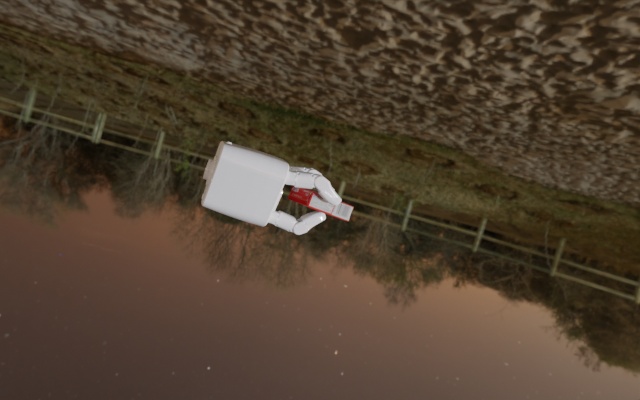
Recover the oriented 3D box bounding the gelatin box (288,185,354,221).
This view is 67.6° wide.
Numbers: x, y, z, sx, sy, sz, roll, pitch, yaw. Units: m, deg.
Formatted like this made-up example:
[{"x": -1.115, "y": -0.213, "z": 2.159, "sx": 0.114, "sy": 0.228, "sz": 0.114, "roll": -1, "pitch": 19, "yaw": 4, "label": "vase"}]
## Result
[{"x": 0.000, "y": 0.003, "z": 0.811, "sx": 0.089, "sy": 0.030, "sz": 0.073, "roll": 21, "pitch": 0, "yaw": -30, "label": "gelatin box"}]
